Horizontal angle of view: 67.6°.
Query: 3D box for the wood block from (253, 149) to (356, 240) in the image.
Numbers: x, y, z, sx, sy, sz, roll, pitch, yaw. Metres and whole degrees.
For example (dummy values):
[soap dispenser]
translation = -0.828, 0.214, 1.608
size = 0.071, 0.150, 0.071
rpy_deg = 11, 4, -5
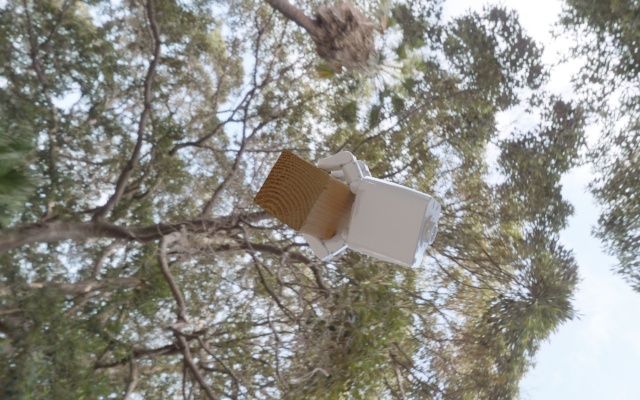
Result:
[wood block]
translation = 0.000, 0.003, 0.746
size = 0.090, 0.091, 0.206
rpy_deg = 32, 3, 26
